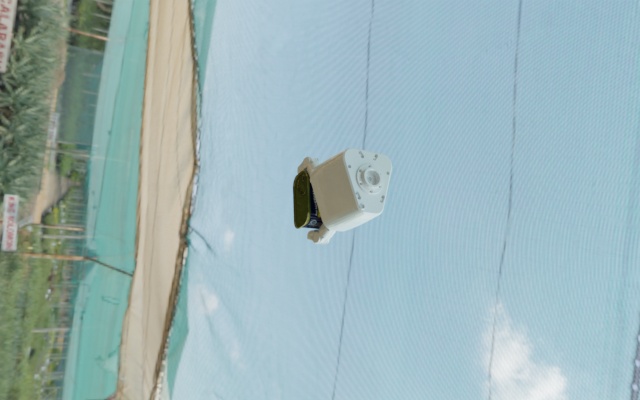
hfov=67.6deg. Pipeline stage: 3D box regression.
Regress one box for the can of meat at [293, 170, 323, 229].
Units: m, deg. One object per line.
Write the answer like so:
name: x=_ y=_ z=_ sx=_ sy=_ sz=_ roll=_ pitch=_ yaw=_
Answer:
can of meat: x=0.000 y=0.003 z=0.861 sx=0.084 sy=0.102 sz=0.057 roll=7 pitch=-22 yaw=-27
